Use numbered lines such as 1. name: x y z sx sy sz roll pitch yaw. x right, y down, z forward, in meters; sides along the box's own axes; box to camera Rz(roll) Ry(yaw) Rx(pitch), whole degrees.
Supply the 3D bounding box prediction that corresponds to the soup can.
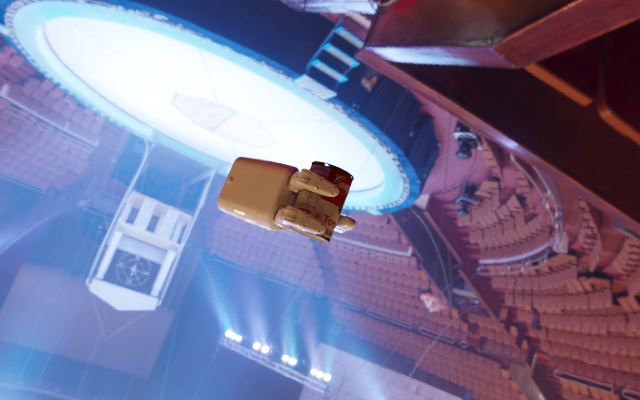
1. soup can: 0.000 0.003 0.691 0.068 0.102 0.068 21 -11 4
